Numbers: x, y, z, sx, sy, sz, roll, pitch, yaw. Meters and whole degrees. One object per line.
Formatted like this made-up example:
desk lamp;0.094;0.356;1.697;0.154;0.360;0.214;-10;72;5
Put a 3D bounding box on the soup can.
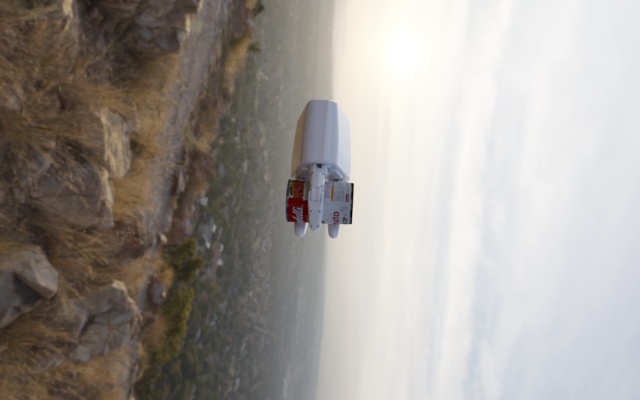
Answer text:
soup can;0.000;0.003;0.745;0.102;0.068;0.068;3;0;3
